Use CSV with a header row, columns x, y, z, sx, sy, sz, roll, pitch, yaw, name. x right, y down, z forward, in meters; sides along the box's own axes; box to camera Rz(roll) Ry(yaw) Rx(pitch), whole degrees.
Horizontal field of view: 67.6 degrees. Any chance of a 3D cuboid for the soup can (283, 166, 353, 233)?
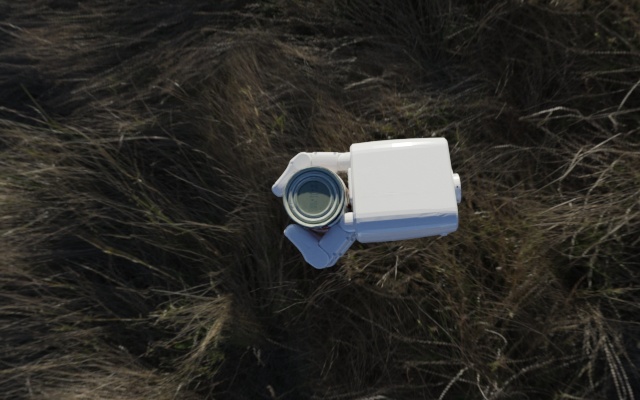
x,y,z,sx,sy,sz,roll,pitch,yaw,name
0.000,0.002,0.541,0.068,0.068,0.102,0,-6,8,soup can
